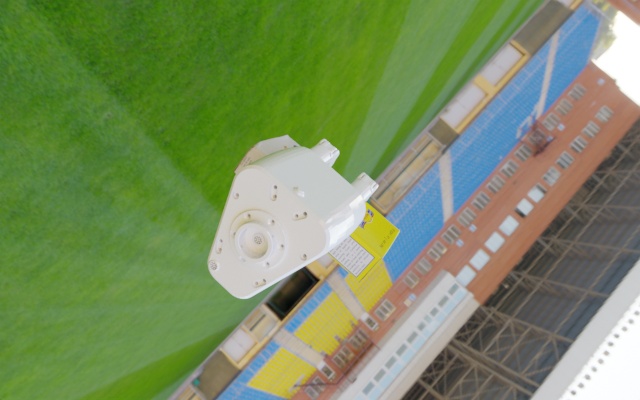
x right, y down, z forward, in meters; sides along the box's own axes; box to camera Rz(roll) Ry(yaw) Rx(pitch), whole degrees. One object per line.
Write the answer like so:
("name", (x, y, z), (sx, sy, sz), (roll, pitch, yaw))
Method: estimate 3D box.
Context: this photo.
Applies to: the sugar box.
("sugar box", (0.000, 0.001, 0.523), (0.176, 0.048, 0.093), (43, 24, 5))
